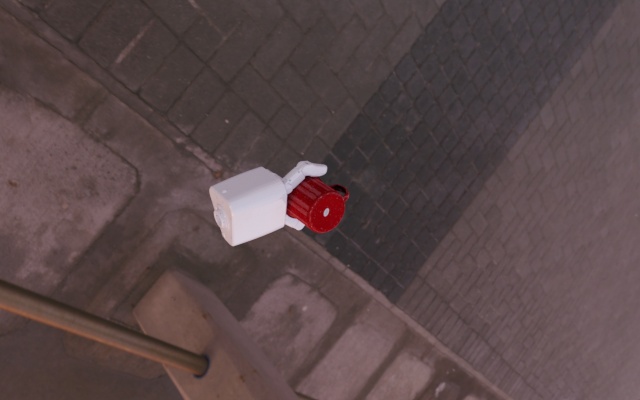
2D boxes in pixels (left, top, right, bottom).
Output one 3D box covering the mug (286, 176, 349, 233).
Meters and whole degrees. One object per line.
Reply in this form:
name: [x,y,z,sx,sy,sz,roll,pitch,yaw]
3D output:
mug: [0.001,0.002,0.868,0.117,0.093,0.081,-23,35,-27]
